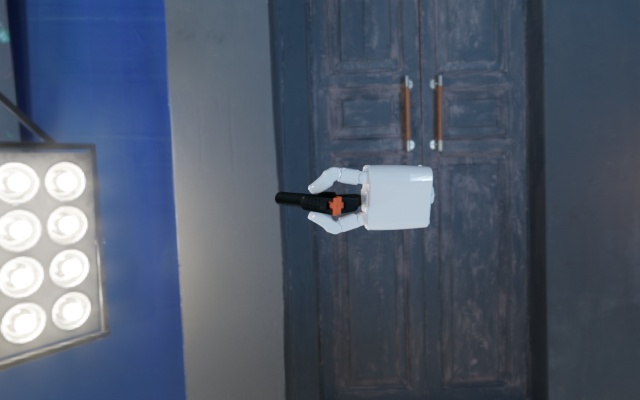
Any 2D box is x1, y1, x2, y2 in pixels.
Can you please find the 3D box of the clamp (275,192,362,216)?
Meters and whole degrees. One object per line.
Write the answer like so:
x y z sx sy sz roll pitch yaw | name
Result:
0.000 0.004 0.808 0.164 0.036 0.210 1 3 -2 | clamp
